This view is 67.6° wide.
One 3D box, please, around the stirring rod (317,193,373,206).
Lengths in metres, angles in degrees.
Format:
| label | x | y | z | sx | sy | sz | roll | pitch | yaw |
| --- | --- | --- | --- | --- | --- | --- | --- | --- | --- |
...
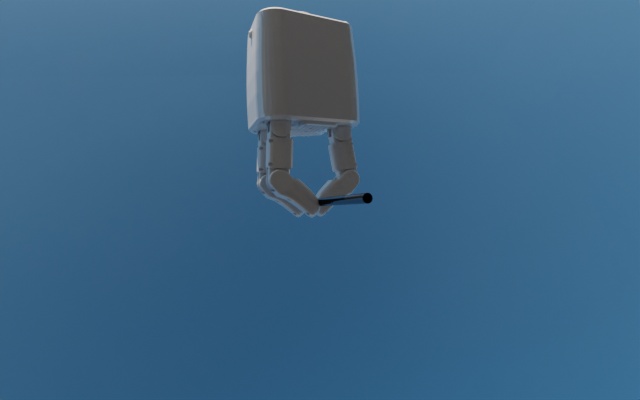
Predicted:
| label | x | y | z | sx | sy | sz | roll | pitch | yaw |
| --- | --- | --- | --- | --- | --- | --- | --- | --- | --- |
| stirring rod | 0.000 | 0.001 | 0.464 | 0.011 | 0.011 | 0.239 | 0 | -2 | -17 |
